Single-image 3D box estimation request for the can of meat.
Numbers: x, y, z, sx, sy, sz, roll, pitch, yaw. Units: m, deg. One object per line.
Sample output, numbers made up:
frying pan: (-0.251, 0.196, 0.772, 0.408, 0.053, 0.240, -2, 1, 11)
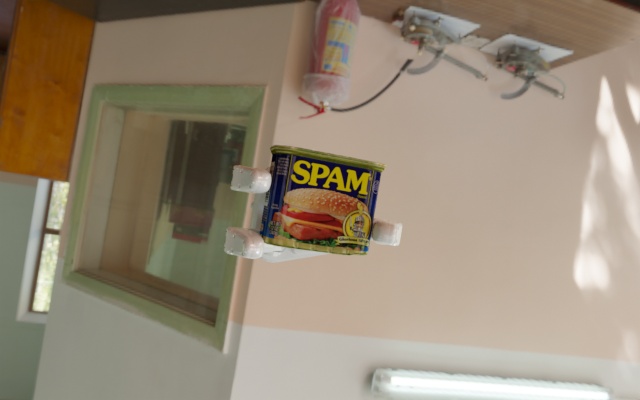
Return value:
can of meat: (0.000, 0.002, 0.425, 0.102, 0.084, 0.057, 9, 0, -15)
